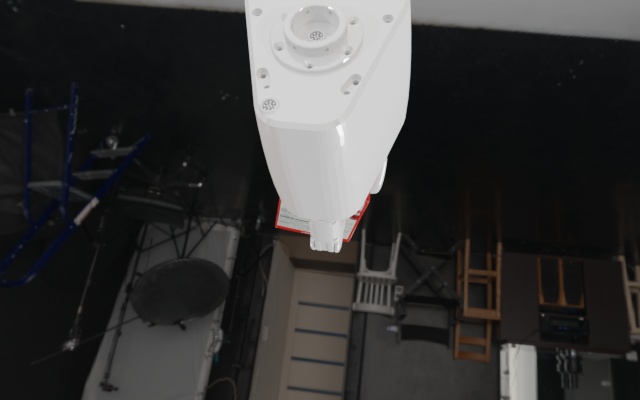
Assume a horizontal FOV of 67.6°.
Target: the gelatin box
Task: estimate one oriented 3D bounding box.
[{"bbox_3d":[0.000,0.002,0.426,0.073,0.030,0.089,11,-29,-4],"label":"gelatin box"}]
